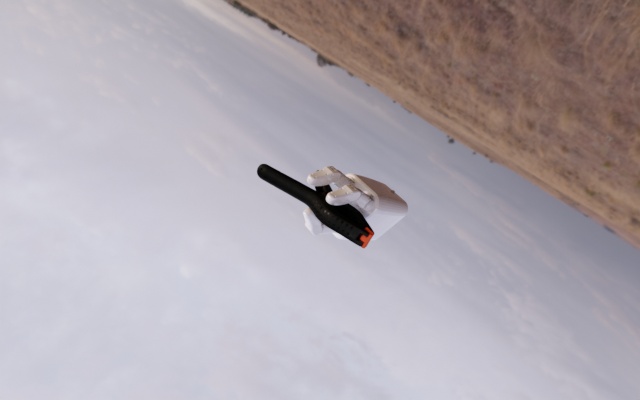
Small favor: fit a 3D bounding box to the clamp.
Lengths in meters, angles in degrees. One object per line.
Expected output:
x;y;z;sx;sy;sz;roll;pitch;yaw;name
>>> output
0.000;0.004;0.781;0.164;0.036;0.210;6;30;-47;clamp
